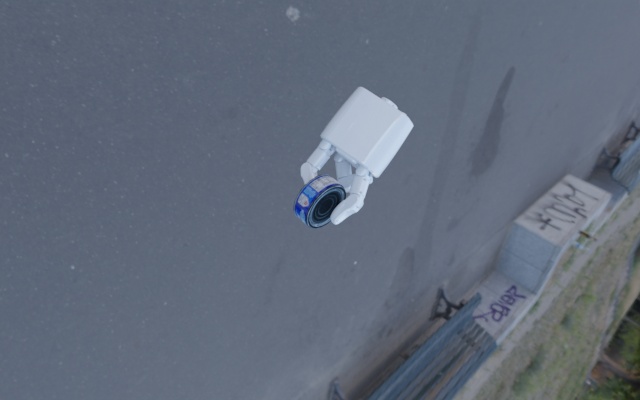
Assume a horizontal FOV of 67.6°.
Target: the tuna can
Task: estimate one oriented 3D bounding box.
[{"bbox_3d":[0.000,0.003,0.762,0.033,0.086,0.086,41,24,31],"label":"tuna can"}]
